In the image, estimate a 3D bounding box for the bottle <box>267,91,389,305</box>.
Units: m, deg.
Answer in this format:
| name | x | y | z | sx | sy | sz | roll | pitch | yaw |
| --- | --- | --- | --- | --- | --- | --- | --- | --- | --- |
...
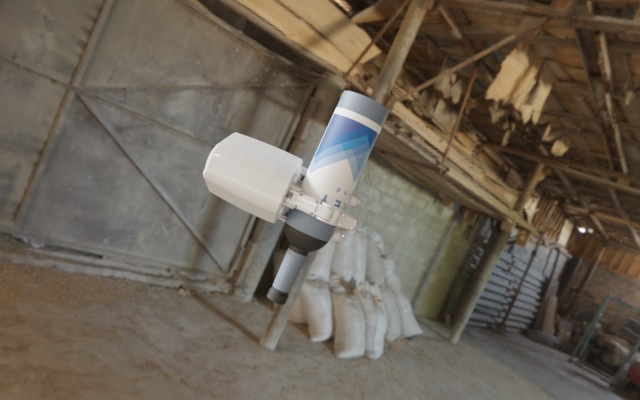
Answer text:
| name | x | y | z | sx | sy | sz | roll | pitch | yaw |
| --- | --- | --- | --- | --- | --- | --- | --- | --- | --- |
| bottle | 0.000 | 0.002 | 0.642 | 0.069 | 0.296 | 0.069 | 24 | 3 | -1 |
